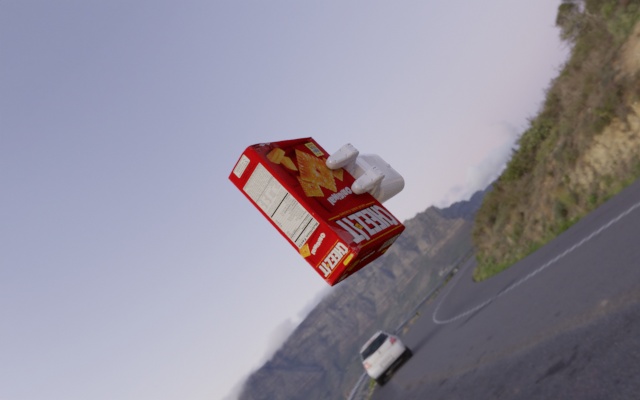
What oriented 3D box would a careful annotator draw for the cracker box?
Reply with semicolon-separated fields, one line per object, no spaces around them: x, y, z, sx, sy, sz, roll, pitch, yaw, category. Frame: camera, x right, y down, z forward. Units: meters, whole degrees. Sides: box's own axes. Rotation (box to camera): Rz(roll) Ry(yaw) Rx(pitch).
0.000;0.002;0.686;0.213;0.072;0.164;44;29;17;cracker box
